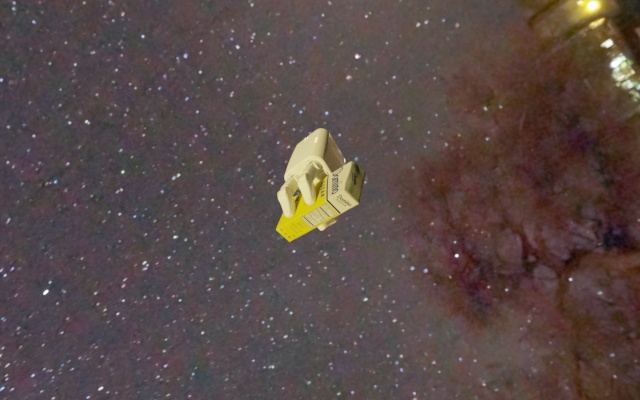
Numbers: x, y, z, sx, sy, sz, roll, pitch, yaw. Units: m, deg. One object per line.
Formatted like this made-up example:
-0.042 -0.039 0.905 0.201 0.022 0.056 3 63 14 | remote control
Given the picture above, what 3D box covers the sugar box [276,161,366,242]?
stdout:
0.000 0.003 0.890 0.176 0.048 0.093 -34 24 34 | sugar box
